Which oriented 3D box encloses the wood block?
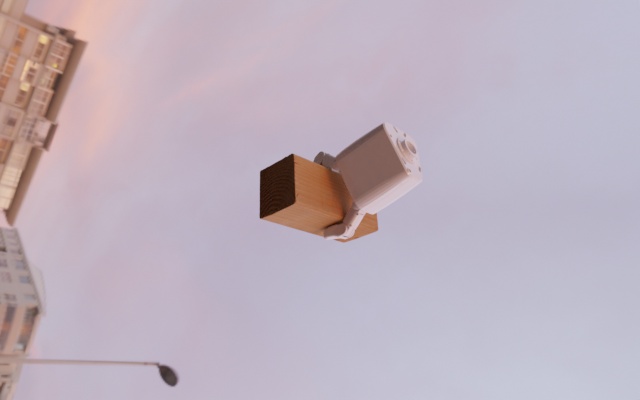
[{"bbox_3d":[0.001,0.003,0.838,0.090,0.090,0.206,-23,-31,39],"label":"wood block"}]
